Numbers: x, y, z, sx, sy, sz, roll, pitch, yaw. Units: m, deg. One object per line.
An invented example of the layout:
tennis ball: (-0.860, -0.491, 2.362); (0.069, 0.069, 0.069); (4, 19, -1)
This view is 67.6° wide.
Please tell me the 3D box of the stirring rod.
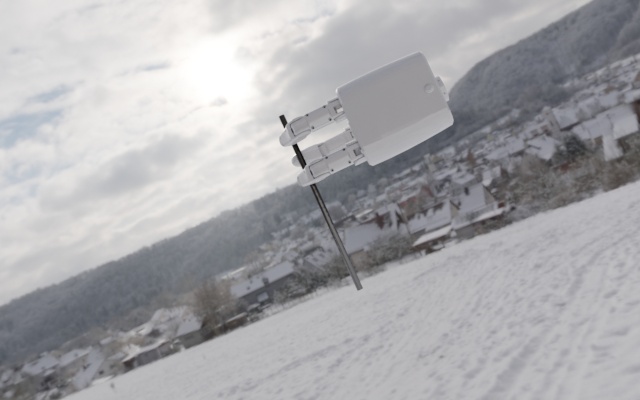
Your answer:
stirring rod: (0.000, 0.002, 0.602); (0.011, 0.239, 0.011); (-24, -2, -1)
